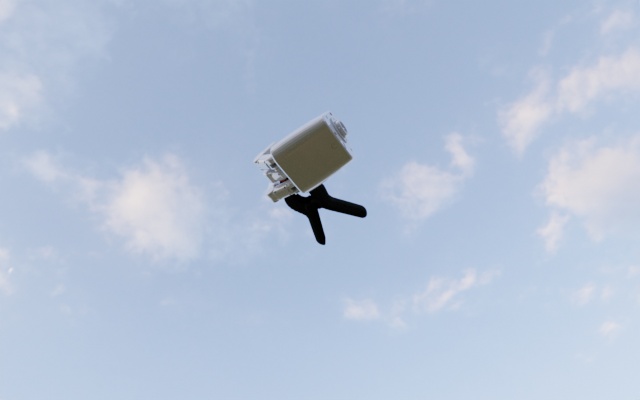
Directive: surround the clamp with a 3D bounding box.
[{"bbox_3d":[0.000,0.002,0.872,0.120,0.171,0.039,-31,29,19],"label":"clamp"}]
